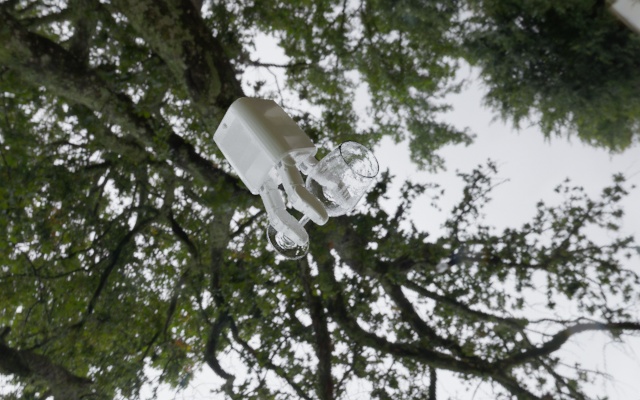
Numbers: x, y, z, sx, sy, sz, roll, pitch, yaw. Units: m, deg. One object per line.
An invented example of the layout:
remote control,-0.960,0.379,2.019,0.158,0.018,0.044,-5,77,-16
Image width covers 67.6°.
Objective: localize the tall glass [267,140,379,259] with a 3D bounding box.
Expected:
tall glass,0.000,0.003,0.676,0.079,0.079,0.201,0,-34,-38
